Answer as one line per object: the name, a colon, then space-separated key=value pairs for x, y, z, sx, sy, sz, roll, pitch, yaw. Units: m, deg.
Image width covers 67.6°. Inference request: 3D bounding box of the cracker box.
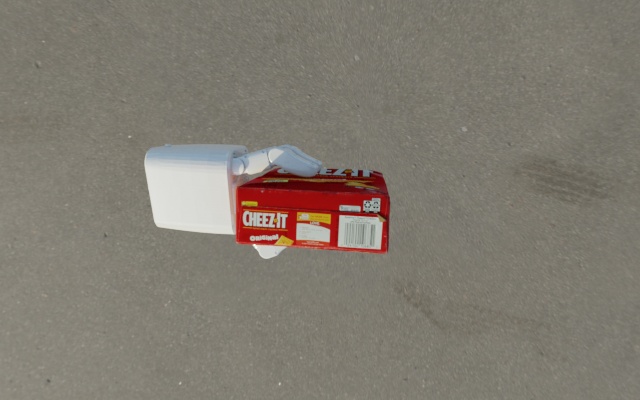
cracker box: x=0.000 y=0.002 z=0.597 sx=0.164 sy=0.072 sz=0.213 roll=3 pitch=10 yaw=5
